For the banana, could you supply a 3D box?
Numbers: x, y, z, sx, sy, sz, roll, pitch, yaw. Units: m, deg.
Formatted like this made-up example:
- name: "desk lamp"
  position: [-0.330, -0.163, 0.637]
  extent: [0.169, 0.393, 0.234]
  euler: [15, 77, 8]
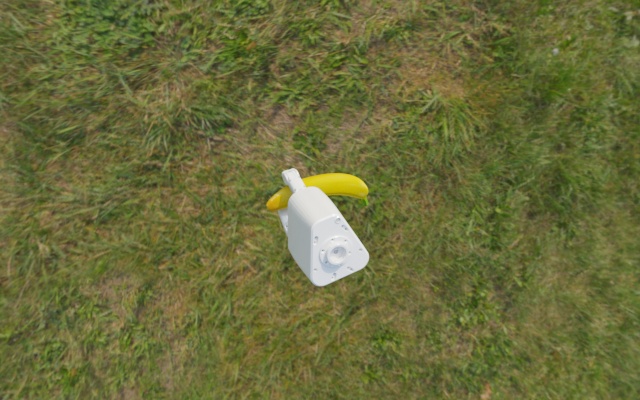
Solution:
- name: "banana"
  position: [0.006, -0.014, 0.815]
  extent: [0.198, 0.070, 0.037]
  euler: [-1, 27, -25]
